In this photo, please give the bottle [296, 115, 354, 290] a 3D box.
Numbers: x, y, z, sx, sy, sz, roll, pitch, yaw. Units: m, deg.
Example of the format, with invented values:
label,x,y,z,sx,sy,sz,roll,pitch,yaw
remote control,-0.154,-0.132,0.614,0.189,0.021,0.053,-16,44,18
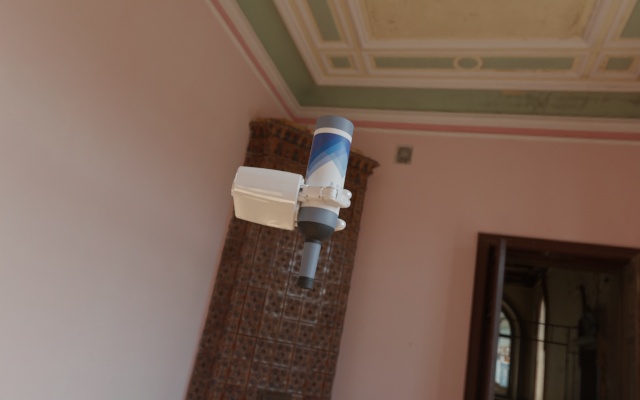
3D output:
label,x,y,z,sx,sy,sz,roll,pitch,yaw
bottle,0.000,0.002,0.810,0.069,0.295,0.069,10,-16,3
